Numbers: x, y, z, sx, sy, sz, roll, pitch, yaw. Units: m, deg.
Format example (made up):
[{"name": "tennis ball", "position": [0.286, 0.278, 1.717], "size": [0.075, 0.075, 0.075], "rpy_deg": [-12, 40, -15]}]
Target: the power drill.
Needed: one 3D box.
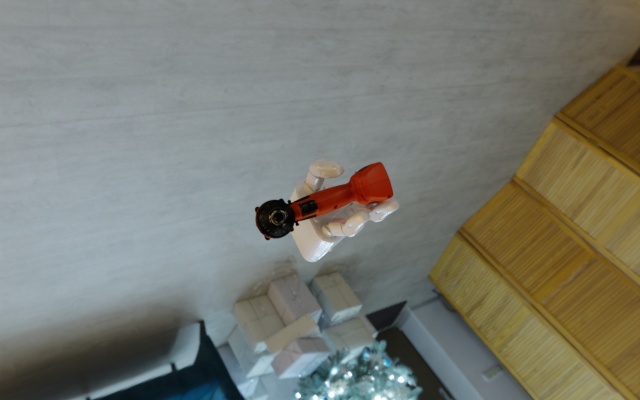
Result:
[{"name": "power drill", "position": [0.001, 0.002, 0.657], "size": [0.187, 0.057, 0.184], "rpy_deg": [-18, 1, -10]}]
